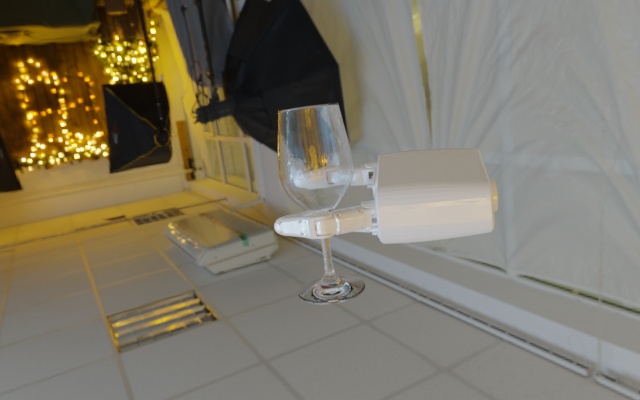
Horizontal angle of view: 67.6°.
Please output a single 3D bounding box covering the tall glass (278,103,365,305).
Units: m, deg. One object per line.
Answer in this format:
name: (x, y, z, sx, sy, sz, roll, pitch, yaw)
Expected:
tall glass: (0.000, 0.002, 0.503, 0.079, 0.201, 0.079, -7, 12, 2)
